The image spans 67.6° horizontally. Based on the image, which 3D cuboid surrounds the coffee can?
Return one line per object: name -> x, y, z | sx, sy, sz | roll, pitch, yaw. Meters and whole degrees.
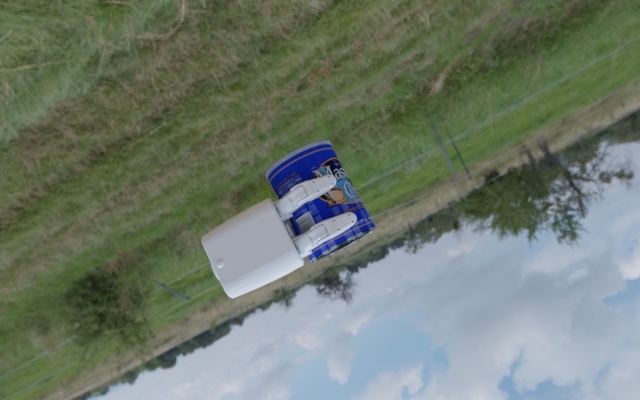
coffee can -> 0.000, 0.002, 0.662 | 0.103, 0.140, 0.103 | -27, -9, -5
